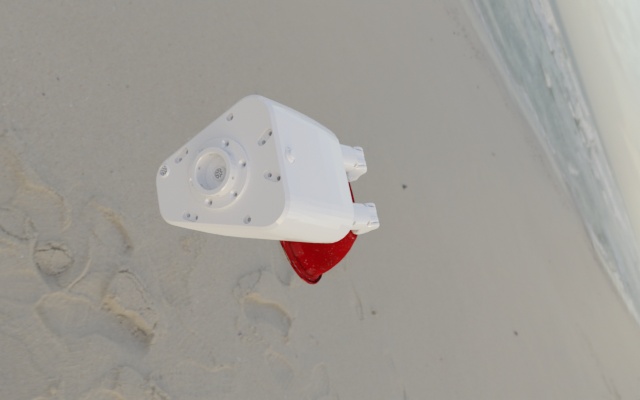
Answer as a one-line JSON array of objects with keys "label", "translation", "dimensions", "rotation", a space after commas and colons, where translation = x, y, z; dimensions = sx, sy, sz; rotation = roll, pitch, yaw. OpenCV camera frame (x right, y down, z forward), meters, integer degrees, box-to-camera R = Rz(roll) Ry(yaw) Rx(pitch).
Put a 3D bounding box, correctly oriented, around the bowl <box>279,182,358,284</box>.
[{"label": "bowl", "translation": [0.001, 0.001, 0.494], "dimensions": [0.055, 0.162, 0.162], "rotation": [-14, -4, 14]}]
